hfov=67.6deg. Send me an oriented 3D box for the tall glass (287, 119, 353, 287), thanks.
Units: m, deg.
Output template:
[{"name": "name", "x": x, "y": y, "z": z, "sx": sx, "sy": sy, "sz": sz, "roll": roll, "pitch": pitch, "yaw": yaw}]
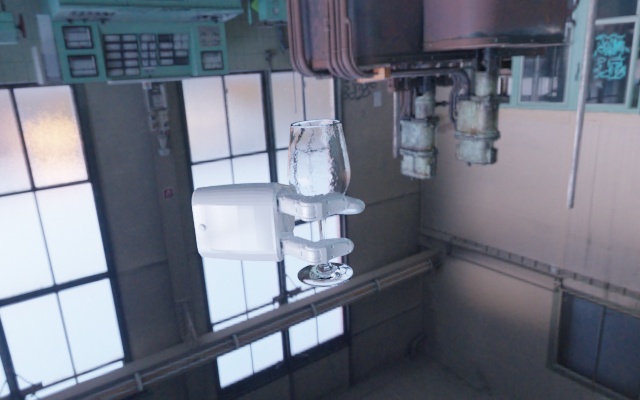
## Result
[{"name": "tall glass", "x": 0.000, "y": 0.003, "z": 0.600, "sx": 0.079, "sy": 0.201, "sz": 0.079, "roll": -3, "pitch": 16, "yaw": 1}]
